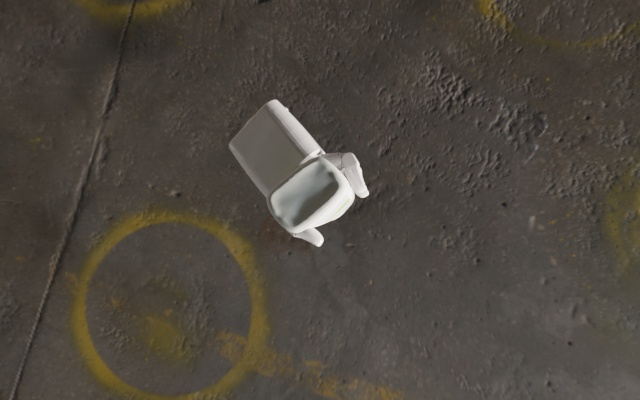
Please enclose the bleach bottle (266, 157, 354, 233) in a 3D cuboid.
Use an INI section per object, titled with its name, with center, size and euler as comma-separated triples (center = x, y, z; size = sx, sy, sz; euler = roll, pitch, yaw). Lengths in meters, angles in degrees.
[bleach bottle]
center = 0.000, 0.002, 0.711
size = 0.102, 0.068, 0.251
euler = -40, -9, 3
